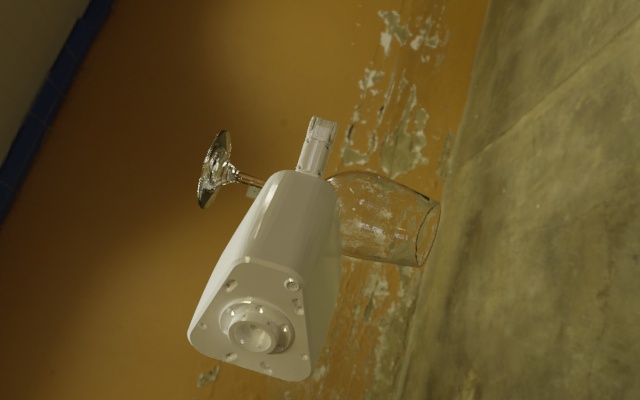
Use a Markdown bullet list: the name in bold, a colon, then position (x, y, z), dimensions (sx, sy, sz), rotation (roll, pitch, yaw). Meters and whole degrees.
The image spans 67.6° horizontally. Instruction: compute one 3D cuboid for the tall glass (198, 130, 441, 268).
- **tall glass**: position (-0.001, 0.001, 0.424), dimensions (0.201, 0.079, 0.079), rotation (17, 0, 1)
